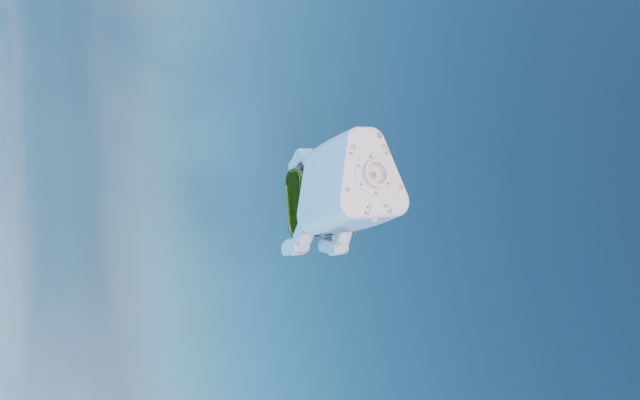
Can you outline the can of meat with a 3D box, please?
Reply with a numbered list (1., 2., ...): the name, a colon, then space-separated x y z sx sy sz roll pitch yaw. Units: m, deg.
1. can of meat: 0.000 0.002 0.672 0.084 0.102 0.057 -3 -6 -28
